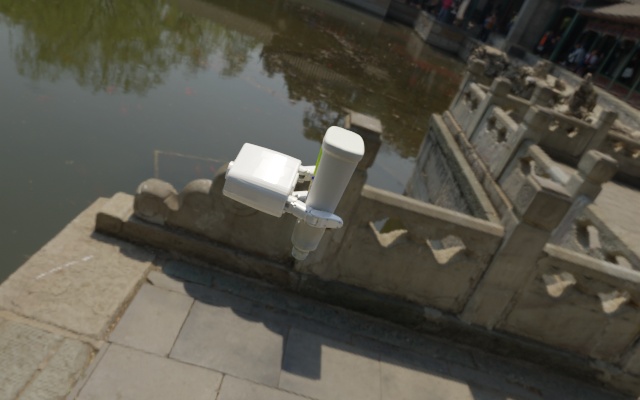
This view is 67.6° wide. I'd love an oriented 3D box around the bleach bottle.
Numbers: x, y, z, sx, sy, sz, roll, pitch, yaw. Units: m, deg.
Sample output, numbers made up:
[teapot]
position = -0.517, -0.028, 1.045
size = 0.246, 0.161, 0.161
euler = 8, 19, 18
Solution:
[bleach bottle]
position = 0.000, 0.003, 0.834
size = 0.068, 0.251, 0.102
euler = 20, 26, -4
